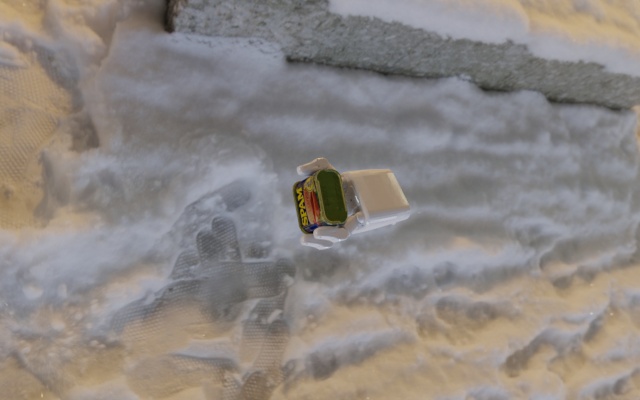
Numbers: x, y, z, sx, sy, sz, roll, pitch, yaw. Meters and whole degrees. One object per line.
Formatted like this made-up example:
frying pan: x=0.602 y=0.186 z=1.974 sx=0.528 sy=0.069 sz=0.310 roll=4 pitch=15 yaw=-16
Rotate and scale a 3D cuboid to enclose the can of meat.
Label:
can of meat: x=0.000 y=0.003 z=0.834 sx=0.057 sy=0.102 sz=0.084 roll=-5 pitch=-12 yaw=-32
